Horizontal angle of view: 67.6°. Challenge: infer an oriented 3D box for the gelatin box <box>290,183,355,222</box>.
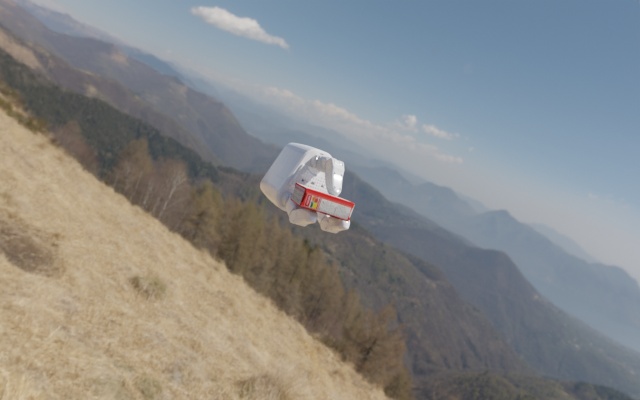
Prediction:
[{"bbox_3d":[0.000,0.002,0.687,0.073,0.030,0.089,18,2,-14],"label":"gelatin box"}]
